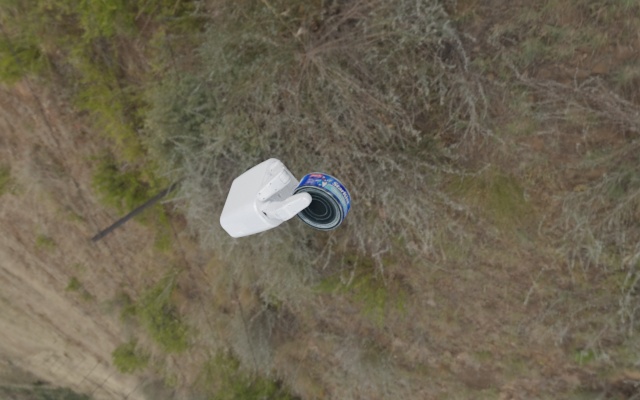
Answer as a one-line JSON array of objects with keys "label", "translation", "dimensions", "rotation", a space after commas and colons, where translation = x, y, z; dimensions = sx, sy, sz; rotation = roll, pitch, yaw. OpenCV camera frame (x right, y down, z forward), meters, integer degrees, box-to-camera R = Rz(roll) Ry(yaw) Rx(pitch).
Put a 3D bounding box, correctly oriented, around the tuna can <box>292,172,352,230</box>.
[{"label": "tuna can", "translation": [0.000, 0.003, 0.705], "dimensions": [0.086, 0.086, 0.033], "rotation": [0, 37, 29]}]
